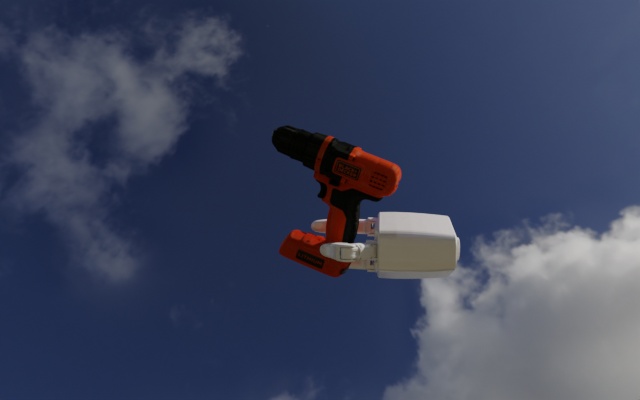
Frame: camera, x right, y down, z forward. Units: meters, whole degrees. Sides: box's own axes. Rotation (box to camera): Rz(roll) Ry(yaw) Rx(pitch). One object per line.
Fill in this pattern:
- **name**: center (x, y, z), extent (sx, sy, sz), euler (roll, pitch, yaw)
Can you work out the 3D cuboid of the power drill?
- **power drill**: center (0.000, 0.003, 0.671), extent (0.184, 0.188, 0.057), euler (23, 26, 12)
